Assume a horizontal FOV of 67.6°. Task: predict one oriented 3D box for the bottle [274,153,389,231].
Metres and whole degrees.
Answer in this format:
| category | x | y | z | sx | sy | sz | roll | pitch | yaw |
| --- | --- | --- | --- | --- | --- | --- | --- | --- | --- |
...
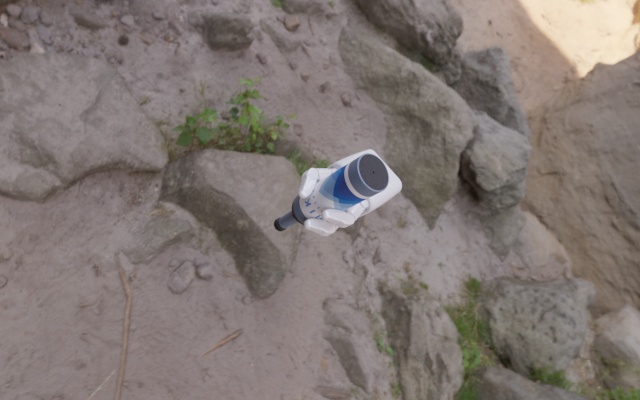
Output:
| category | x | y | z | sx | sy | sz | roll | pitch | yaw |
| --- | --- | --- | --- | --- | --- | --- | --- | --- | --- |
| bottle | 0.000 | 0.003 | 0.866 | 0.069 | 0.069 | 0.296 | 0 | -19 | -37 |
